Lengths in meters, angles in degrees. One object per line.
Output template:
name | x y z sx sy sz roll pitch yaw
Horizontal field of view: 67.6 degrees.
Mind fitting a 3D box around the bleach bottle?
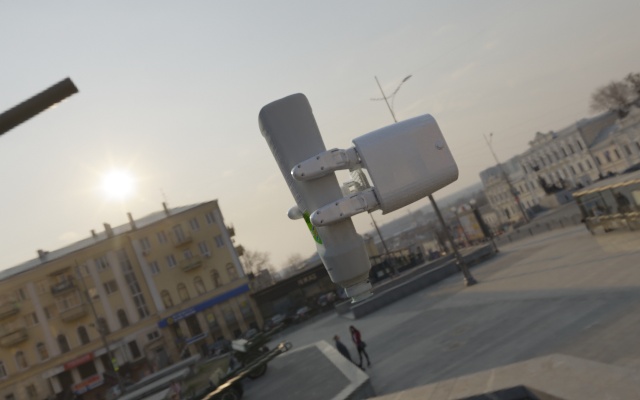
bleach bottle | 0.000 0.002 0.582 0.068 0.251 0.102 -22 -6 -6
